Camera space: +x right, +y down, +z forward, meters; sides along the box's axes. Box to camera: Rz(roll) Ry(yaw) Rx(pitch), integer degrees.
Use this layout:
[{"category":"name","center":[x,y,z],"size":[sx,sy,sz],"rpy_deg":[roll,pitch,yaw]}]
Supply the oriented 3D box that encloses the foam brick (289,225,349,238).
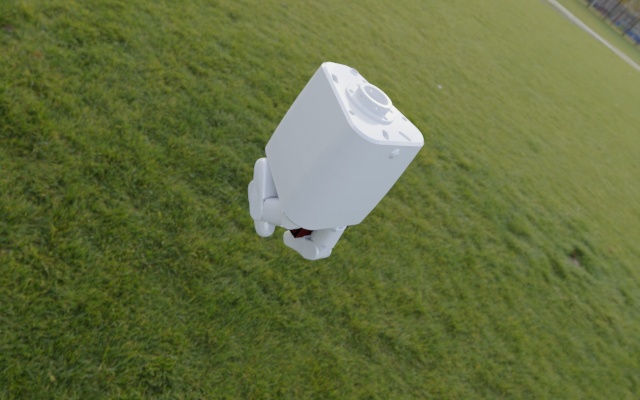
[{"category":"foam brick","center":[0.000,0.002,0.507],"size":[0.078,0.053,0.051],"rpy_deg":[-4,-38,-45]}]
